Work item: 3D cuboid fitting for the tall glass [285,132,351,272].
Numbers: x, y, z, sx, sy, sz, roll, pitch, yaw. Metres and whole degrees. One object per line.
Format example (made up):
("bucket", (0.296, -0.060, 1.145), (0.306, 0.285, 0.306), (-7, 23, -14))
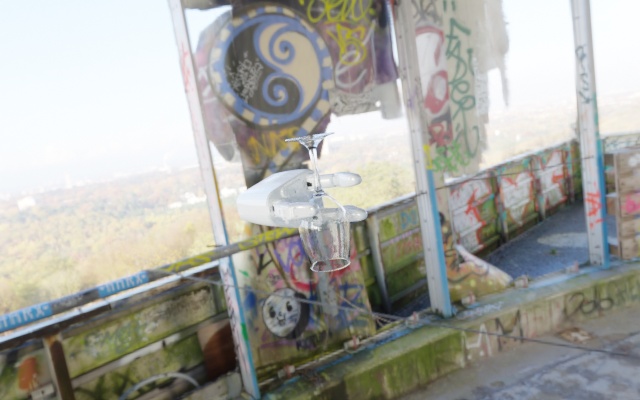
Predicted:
("tall glass", (0.000, 0.002, 0.717), (0.079, 0.201, 0.079), (-9, 8, 1))
